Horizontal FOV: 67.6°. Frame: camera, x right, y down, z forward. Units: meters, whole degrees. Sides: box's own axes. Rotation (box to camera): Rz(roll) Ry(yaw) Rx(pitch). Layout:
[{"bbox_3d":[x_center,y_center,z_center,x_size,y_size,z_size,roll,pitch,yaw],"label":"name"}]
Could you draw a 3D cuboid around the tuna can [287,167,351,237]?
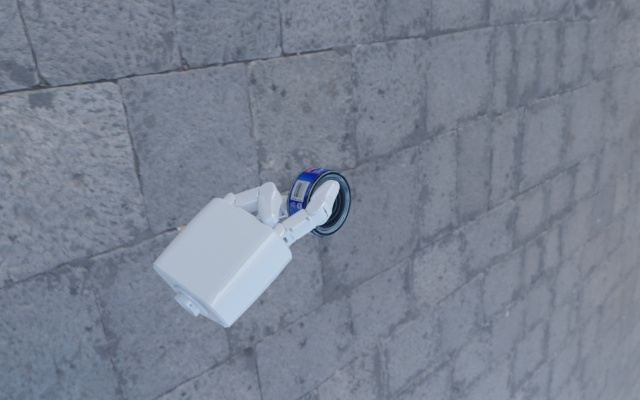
[{"bbox_3d":[0.001,0.002,0.596,0.033,0.086,0.086,12,8,42],"label":"tuna can"}]
